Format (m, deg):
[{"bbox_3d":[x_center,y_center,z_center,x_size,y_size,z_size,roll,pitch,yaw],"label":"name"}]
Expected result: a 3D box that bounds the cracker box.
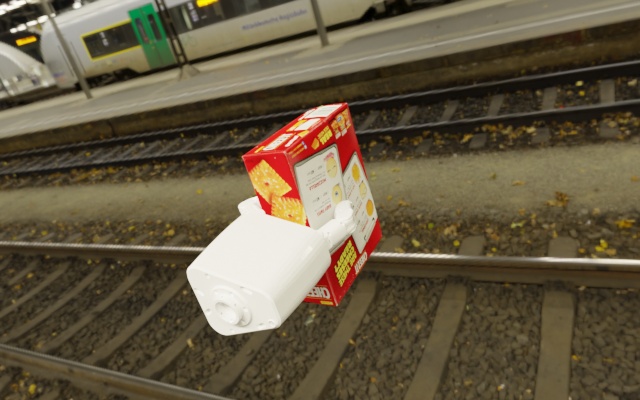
[{"bbox_3d":[0.000,0.002,0.628,0.072,0.214,0.164,-1,29,32],"label":"cracker box"}]
